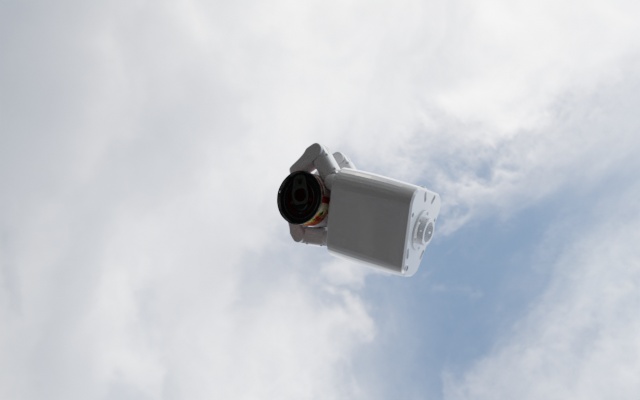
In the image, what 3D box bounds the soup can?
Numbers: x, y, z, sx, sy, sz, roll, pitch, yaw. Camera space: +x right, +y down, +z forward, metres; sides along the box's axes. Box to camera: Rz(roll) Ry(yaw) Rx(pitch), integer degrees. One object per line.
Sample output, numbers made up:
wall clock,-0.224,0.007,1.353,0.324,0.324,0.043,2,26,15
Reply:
soup can,0.000,0.002,0.629,0.068,0.068,0.102,0,-7,33
